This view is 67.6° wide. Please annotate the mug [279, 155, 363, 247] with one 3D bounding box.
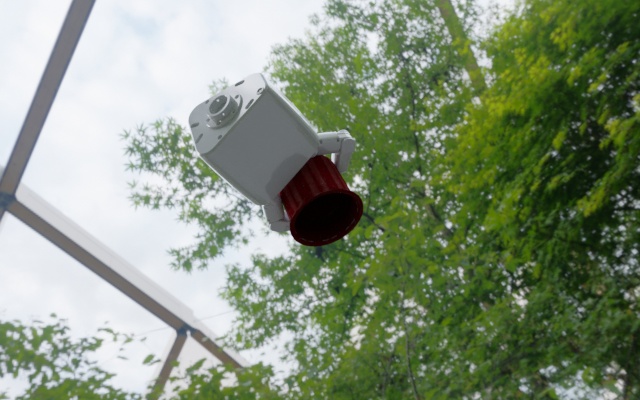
[{"bbox_3d":[0.001,0.002,0.599,0.093,0.081,0.117,-35,-42,8],"label":"mug"}]
